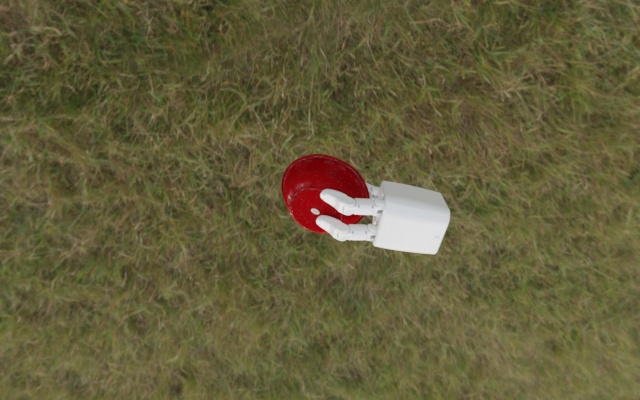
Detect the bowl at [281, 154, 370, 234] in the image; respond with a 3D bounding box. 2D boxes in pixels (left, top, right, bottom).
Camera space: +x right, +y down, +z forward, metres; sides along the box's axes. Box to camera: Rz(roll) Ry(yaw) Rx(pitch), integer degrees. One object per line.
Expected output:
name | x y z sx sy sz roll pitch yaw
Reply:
bowl | -0.001 0.003 0.822 0.162 0.162 0.055 0 35 20
